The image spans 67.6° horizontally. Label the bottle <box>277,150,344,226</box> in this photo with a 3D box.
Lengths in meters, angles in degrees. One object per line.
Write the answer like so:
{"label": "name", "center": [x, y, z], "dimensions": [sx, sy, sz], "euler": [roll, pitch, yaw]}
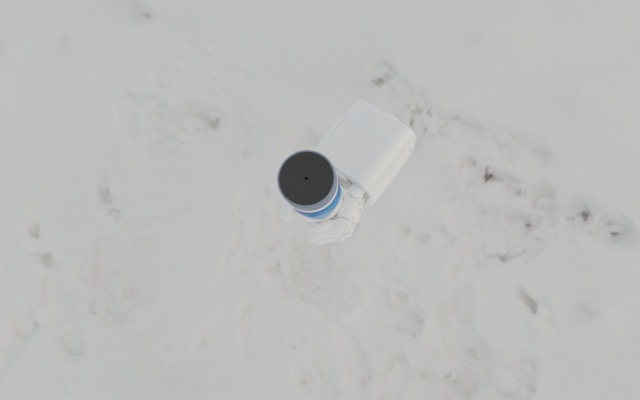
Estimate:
{"label": "bottle", "center": [0.000, 0.002, 0.676], "dimensions": [0.069, 0.069, 0.296], "euler": [0, -11, 6]}
